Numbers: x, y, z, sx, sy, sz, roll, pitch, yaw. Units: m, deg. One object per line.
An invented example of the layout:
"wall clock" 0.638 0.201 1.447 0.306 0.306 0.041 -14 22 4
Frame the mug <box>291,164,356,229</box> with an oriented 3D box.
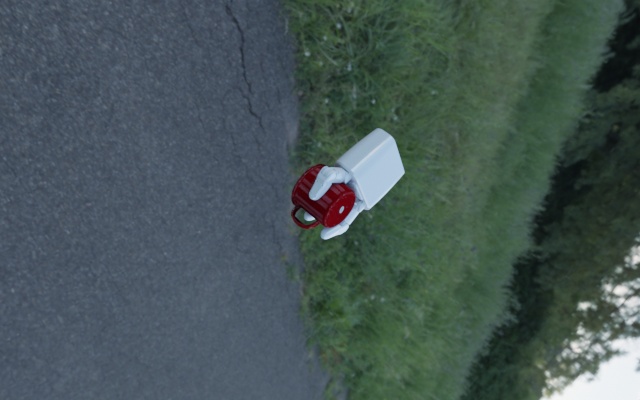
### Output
"mug" -0.001 0.004 0.849 0.081 0.117 0.093 39 -16 27
